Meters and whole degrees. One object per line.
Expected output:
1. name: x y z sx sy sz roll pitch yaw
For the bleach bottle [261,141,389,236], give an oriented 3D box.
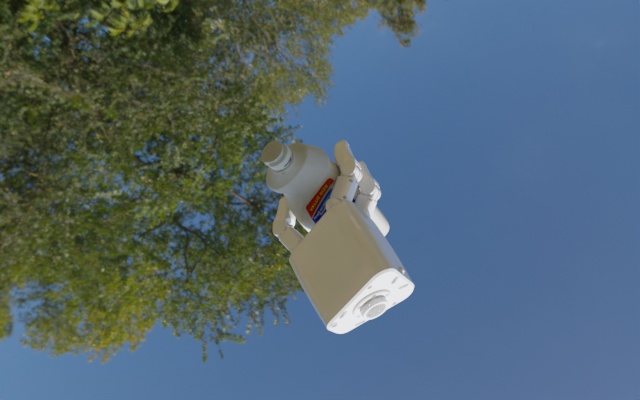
1. bleach bottle: 0.000 0.002 0.630 0.251 0.102 0.068 40 12 -51
